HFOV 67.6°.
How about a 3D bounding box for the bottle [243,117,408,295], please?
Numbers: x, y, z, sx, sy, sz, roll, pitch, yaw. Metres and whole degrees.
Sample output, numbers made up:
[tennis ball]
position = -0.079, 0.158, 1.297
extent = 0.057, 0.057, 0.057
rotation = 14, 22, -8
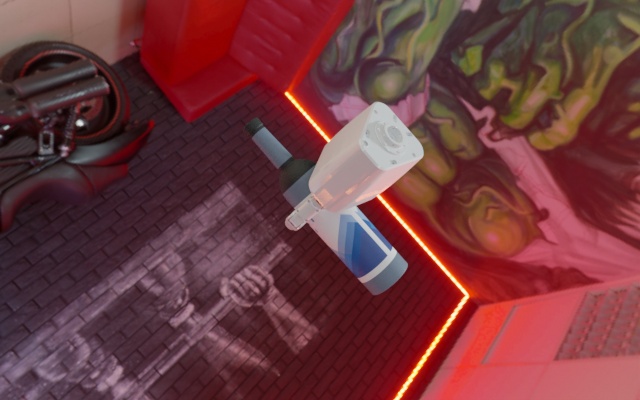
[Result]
[bottle]
position = 0.000, 0.002, 0.671
extent = 0.069, 0.296, 0.069
rotation = -42, 2, 2
